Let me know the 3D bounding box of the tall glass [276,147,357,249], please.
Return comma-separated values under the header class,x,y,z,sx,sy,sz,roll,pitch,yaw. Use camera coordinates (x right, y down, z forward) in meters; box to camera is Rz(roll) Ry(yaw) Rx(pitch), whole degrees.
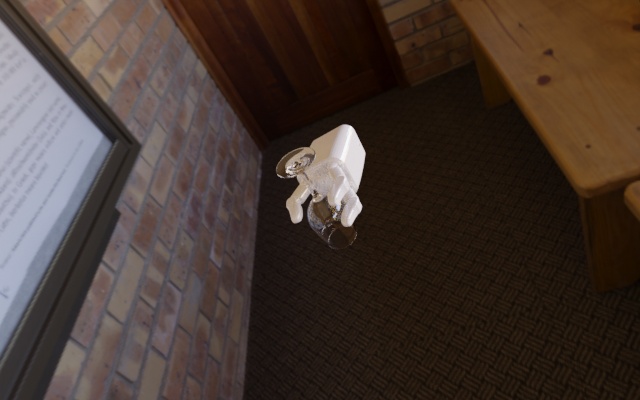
class,x,y,z,sx,sy,sz,roll,pitch,yaw
tall glass,0.000,0.002,0.860,0.079,0.079,0.201,0,-43,35
